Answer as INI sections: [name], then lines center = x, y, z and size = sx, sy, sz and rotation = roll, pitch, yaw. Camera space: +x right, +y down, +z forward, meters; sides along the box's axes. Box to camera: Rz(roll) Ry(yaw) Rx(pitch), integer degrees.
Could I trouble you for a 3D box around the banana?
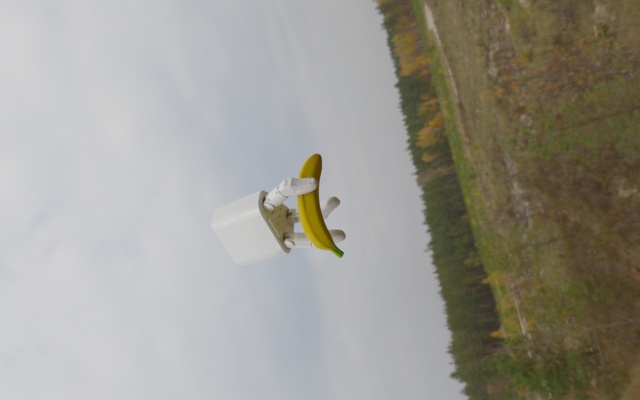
[banana]
center = -0.011, 0.001, 0.798
size = 0.037, 0.197, 0.070
rotation = -26, -28, 30
